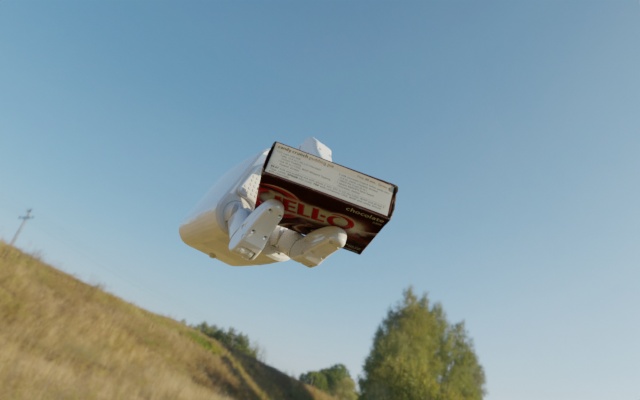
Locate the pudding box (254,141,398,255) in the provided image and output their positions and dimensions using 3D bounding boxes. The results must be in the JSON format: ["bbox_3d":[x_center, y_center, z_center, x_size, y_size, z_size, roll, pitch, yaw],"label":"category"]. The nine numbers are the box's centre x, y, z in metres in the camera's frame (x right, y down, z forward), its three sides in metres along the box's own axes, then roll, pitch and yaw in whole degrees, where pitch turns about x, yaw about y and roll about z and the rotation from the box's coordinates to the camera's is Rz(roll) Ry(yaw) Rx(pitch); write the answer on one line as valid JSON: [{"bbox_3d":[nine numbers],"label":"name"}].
[{"bbox_3d":[0.000,0.001,0.423,0.113,0.039,0.090,18,-26,-4],"label":"pudding box"}]
